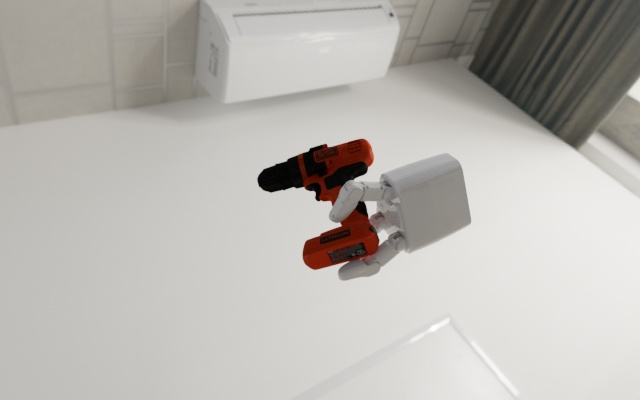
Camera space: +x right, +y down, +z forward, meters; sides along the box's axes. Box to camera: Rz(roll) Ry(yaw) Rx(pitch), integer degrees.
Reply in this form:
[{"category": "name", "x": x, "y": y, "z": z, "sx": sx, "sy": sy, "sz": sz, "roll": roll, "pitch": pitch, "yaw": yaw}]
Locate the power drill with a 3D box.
[{"category": "power drill", "x": 0.000, "y": 0.003, "z": 0.693, "sx": 0.184, "sy": 0.187, "sz": 0.057, "roll": -17, "pitch": -34, "yaw": 9}]
